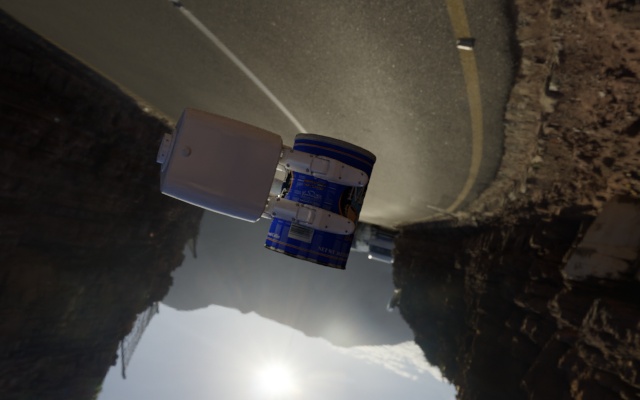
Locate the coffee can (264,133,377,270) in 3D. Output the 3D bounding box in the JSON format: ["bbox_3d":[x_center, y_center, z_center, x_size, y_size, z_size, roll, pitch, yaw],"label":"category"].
[{"bbox_3d":[0.000,0.002,0.577,0.103,0.140,0.103,16,-4,1],"label":"coffee can"}]
